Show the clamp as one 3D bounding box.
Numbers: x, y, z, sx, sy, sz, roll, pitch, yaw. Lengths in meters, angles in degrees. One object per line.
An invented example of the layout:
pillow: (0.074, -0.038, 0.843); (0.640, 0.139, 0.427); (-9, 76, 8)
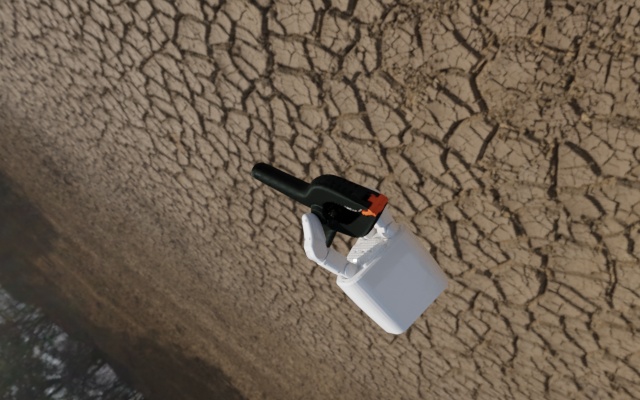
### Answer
clamp: (0.000, 0.003, 0.602); (0.036, 0.164, 0.210); (-50, 17, -24)
